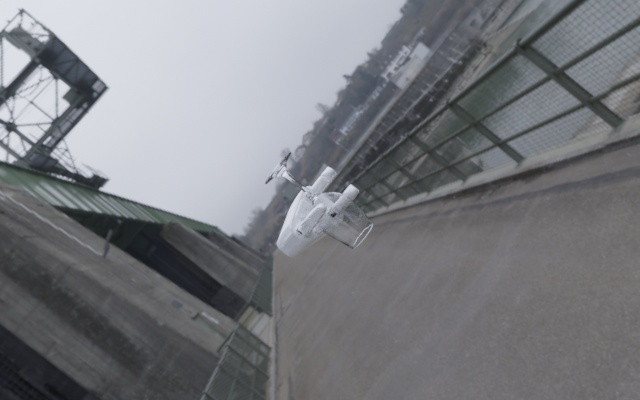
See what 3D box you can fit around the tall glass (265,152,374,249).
[{"bbox_3d":[0.000,0.002,0.869,0.201,0.079,0.079,39,-1,-1],"label":"tall glass"}]
